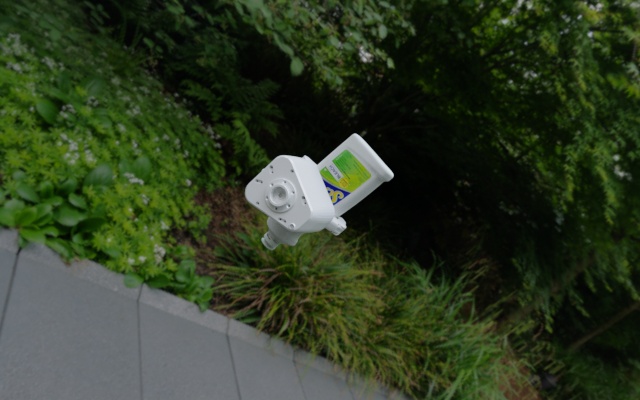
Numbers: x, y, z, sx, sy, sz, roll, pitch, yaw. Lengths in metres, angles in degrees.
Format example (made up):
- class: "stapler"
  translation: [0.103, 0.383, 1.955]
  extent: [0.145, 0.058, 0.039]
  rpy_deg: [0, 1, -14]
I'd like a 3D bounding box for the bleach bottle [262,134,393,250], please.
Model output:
- class: "bleach bottle"
  translation: [0.000, 0.003, 0.832]
  extent: [0.251, 0.102, 0.068]
  rpy_deg: [-42, -12, 12]
